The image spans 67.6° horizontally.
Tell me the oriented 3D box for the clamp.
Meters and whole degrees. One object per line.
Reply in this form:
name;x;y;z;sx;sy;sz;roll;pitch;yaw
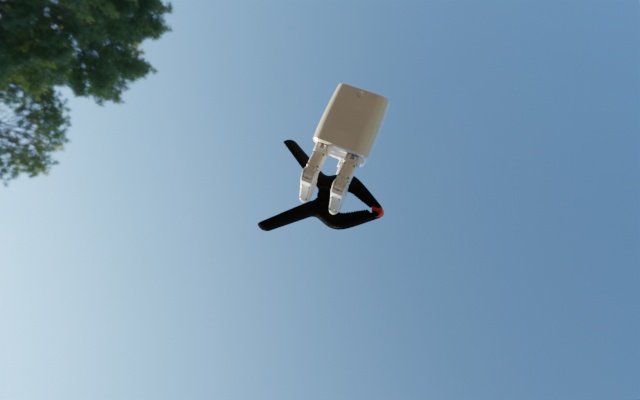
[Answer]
clamp;0.001;0.003;0.805;0.210;0.164;0.036;22;-3;17
